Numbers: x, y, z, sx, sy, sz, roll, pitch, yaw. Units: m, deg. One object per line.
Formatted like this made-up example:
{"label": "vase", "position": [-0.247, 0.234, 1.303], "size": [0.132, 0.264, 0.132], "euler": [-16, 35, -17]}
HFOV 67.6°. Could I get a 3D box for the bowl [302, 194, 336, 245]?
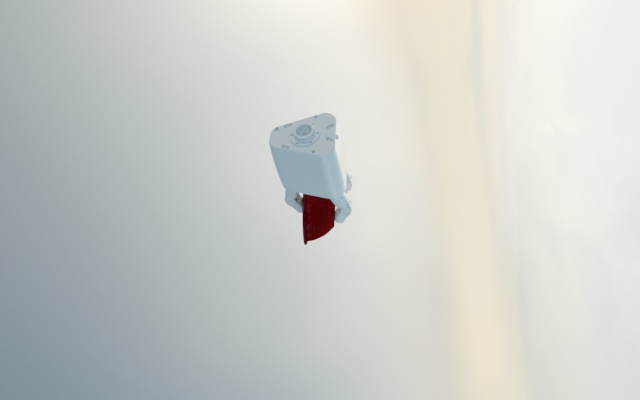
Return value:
{"label": "bowl", "position": [0.001, 0.003, 0.883], "size": [0.055, 0.162, 0.162], "euler": [2, 0, 2]}
